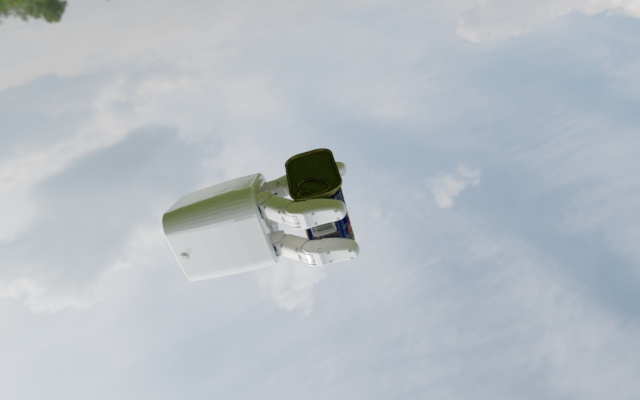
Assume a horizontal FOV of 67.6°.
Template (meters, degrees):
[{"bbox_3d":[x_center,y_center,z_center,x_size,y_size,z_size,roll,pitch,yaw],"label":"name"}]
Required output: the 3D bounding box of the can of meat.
[{"bbox_3d":[0.000,0.002,0.545,0.057,0.084,0.102,-16,32,0],"label":"can of meat"}]
